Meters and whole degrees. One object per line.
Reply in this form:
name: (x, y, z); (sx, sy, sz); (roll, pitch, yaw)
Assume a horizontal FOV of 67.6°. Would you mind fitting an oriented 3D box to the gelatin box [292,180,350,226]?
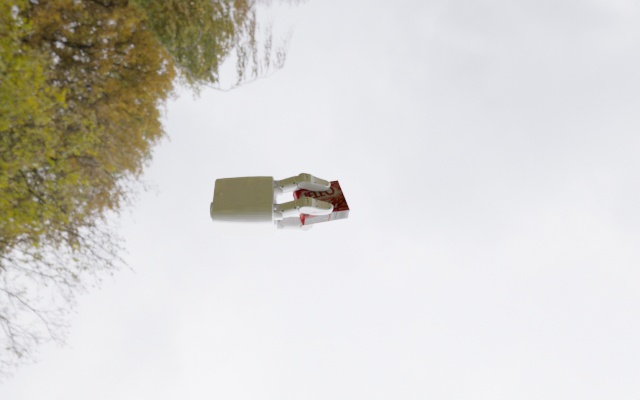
gelatin box: (0.000, 0.003, 0.864); (0.089, 0.073, 0.030); (-8, -38, -15)
